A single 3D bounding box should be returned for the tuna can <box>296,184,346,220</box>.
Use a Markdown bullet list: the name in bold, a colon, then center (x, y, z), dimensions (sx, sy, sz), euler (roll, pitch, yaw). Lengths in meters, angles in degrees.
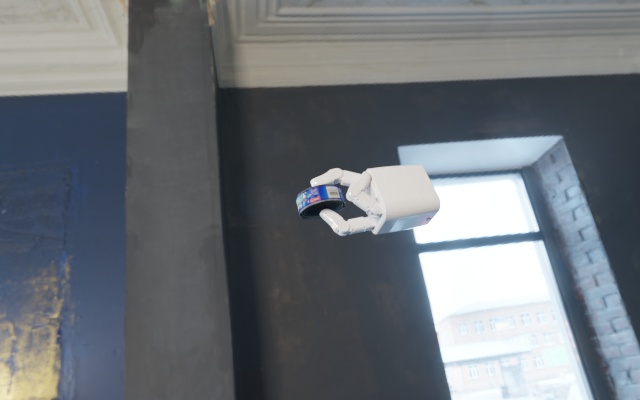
- **tuna can**: center (0.000, 0.002, 0.860), dimensions (0.086, 0.033, 0.086), euler (-13, -21, -5)
